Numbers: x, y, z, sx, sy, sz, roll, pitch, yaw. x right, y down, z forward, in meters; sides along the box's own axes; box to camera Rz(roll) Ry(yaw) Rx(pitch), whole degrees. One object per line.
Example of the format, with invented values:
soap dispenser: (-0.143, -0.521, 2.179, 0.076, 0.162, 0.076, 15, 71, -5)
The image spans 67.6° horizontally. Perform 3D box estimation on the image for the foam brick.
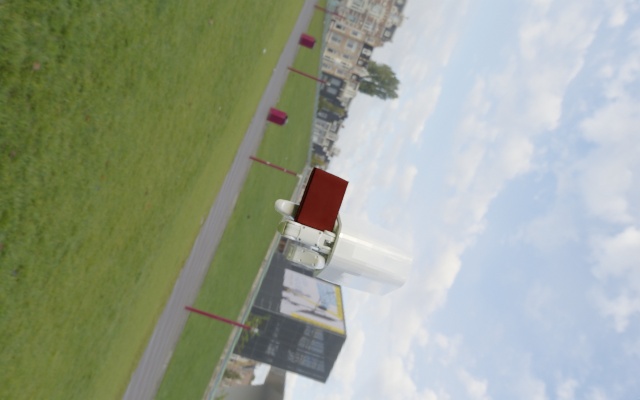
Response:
foam brick: (0.000, 0.002, 0.652, 0.051, 0.078, 0.053, 20, -6, -4)
